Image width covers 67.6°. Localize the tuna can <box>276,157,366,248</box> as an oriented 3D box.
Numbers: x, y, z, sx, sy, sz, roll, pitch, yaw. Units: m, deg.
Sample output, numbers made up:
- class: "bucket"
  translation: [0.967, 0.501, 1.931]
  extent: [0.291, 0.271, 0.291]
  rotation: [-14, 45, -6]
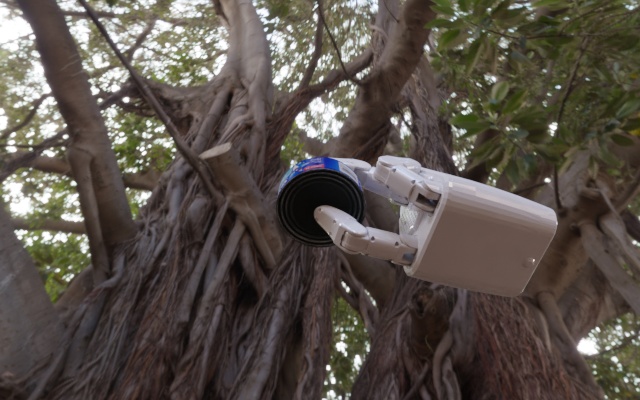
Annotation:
- class: "tuna can"
  translation: [0.000, 0.001, 0.466]
  extent: [0.086, 0.086, 0.033]
  rotation: [0, 28, -2]
